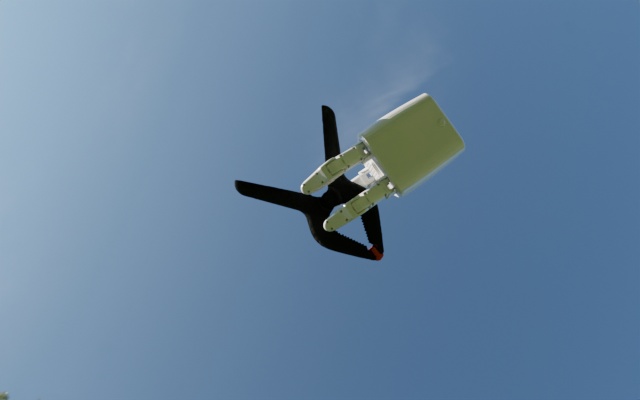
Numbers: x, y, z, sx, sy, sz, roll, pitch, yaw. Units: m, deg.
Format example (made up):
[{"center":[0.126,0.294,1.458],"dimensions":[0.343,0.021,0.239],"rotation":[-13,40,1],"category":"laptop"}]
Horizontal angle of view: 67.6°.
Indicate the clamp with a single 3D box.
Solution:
[{"center":[0.001,0.002,0.626],"dimensions":[0.164,0.210,0.036],"rotation":[-34,-4,0],"category":"clamp"}]
